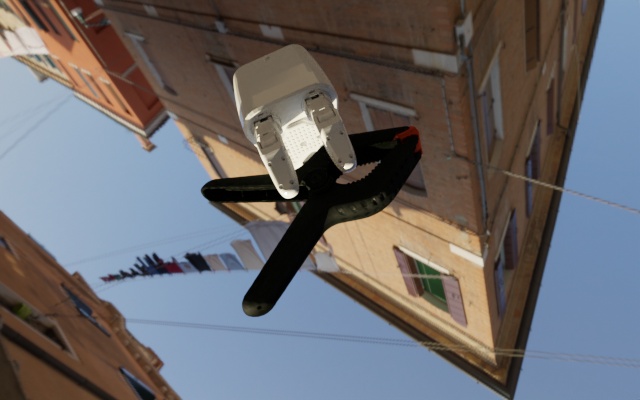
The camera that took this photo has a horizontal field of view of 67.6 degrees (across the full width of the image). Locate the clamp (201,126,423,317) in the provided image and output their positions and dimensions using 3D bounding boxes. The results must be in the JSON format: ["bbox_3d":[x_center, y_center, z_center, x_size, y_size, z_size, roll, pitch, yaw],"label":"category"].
[{"bbox_3d":[0.001,0.002,0.420,0.210,0.164,0.036,-24,-43,1],"label":"clamp"}]
